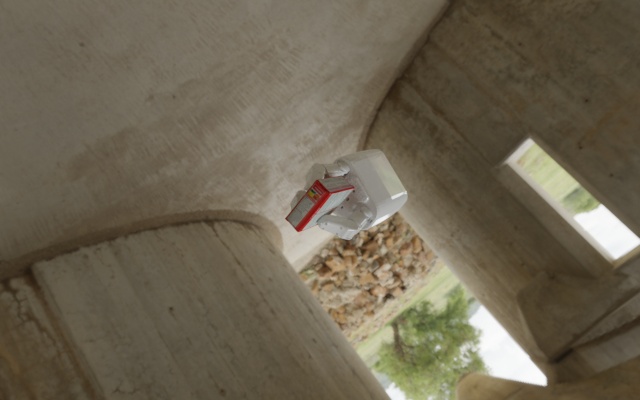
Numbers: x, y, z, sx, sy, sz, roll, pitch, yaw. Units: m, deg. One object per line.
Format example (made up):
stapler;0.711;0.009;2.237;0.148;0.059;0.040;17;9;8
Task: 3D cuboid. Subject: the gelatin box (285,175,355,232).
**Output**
gelatin box;0.000;0.003;0.658;0.030;0.073;0.089;46;23;13
